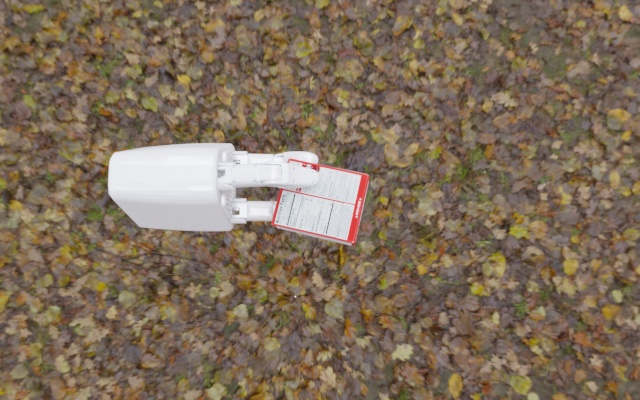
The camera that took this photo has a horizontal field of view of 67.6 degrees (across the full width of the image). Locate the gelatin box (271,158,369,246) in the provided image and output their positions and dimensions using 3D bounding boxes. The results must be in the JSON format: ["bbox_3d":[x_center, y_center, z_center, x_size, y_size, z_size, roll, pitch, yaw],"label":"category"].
[{"bbox_3d":[0.000,0.002,0.497,0.089,0.073,0.030,12,-10,6],"label":"gelatin box"}]
